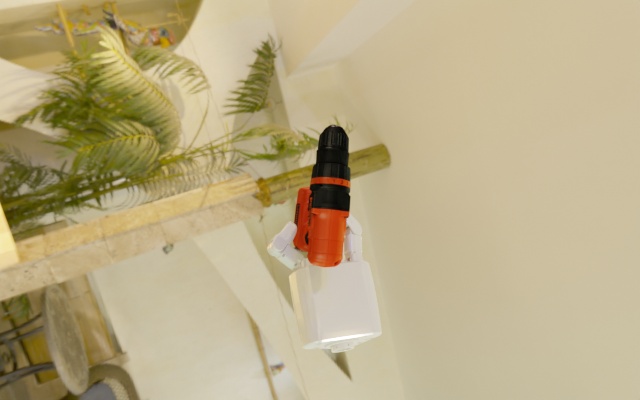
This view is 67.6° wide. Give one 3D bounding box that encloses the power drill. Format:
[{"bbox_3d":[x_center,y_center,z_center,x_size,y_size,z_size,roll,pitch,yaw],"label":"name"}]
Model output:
[{"bbox_3d":[0.000,0.003,0.678,0.057,0.184,0.188,7,-9,-7],"label":"power drill"}]
